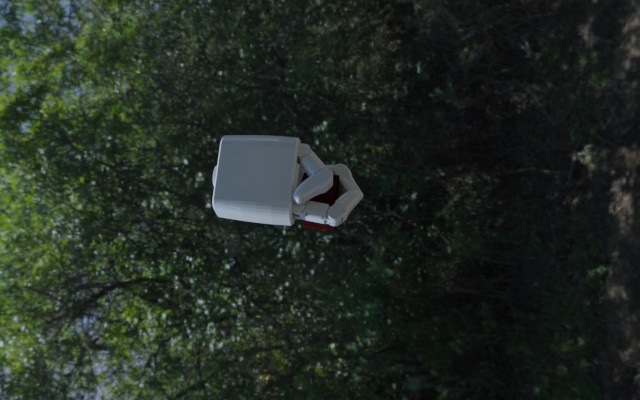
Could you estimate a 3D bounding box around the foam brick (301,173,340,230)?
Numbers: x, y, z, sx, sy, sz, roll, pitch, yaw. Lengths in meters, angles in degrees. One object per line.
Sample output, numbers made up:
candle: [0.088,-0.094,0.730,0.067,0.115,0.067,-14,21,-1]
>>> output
foam brick: [0.000,0.002,0.685,0.051,0.053,0.078,4,-28,4]
